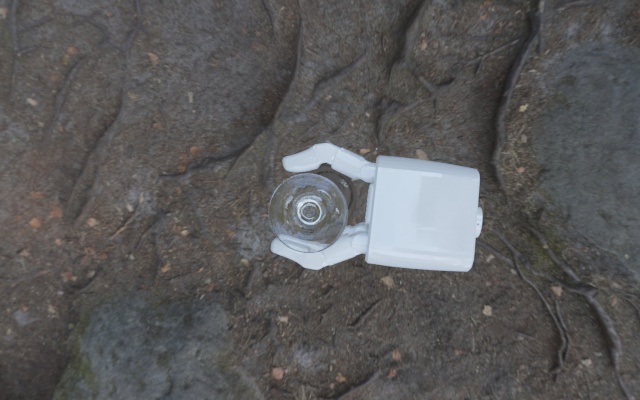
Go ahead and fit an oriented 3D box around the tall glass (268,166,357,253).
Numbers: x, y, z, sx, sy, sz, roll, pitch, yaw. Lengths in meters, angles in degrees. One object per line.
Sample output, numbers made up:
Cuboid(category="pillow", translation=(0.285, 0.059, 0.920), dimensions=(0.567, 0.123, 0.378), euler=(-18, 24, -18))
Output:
Cuboid(category="tall glass", translation=(0.000, 0.002, 0.537), dimensions=(0.079, 0.079, 0.201), euler=(0, 6, 6))
